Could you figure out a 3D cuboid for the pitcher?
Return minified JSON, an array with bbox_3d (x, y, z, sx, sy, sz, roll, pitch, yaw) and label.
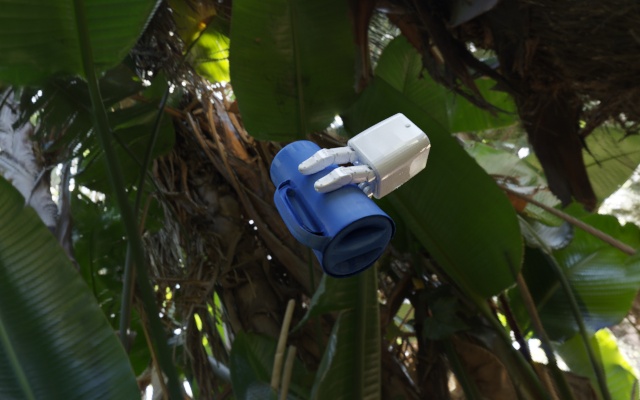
[{"bbox_3d":[0.000,0.003,0.806,0.145,0.242,0.149,-32,-40,-7],"label":"pitcher"}]
